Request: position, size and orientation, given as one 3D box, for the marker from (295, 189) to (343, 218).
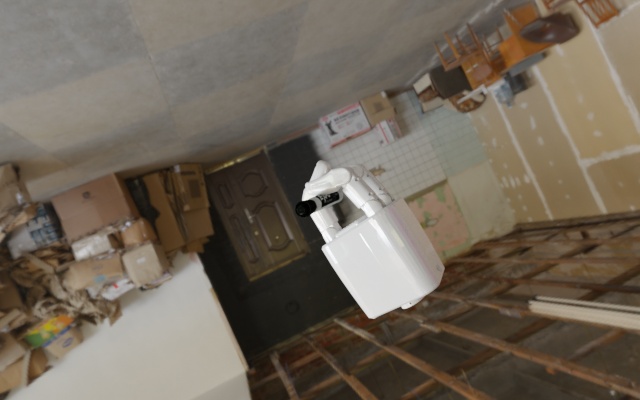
[{"bbox_3d":[0.000,0.002,0.560,0.020,0.020,0.121,0,8,20],"label":"marker"}]
